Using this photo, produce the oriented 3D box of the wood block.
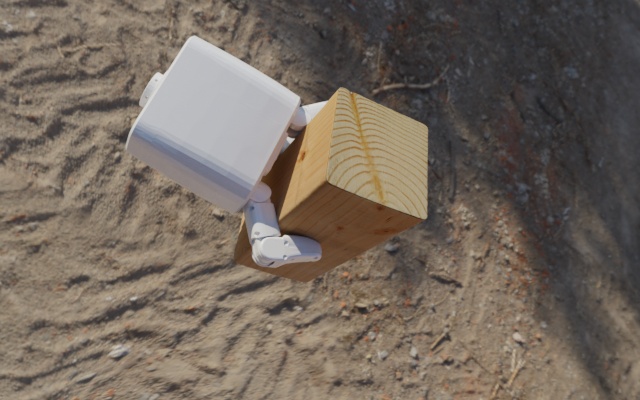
[{"bbox_3d":[0.000,0.002,0.448,0.090,0.090,0.206,20,-30,-21],"label":"wood block"}]
